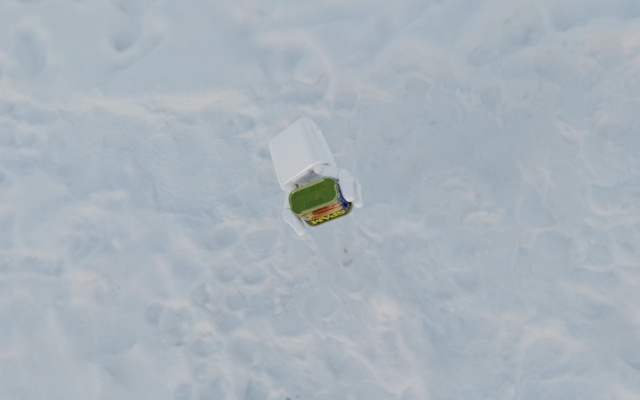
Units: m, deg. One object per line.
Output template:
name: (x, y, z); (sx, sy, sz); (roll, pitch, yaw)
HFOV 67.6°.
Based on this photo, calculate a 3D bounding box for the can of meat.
can of meat: (0.000, 0.003, 0.898); (0.102, 0.057, 0.084); (-21, -22, 14)
